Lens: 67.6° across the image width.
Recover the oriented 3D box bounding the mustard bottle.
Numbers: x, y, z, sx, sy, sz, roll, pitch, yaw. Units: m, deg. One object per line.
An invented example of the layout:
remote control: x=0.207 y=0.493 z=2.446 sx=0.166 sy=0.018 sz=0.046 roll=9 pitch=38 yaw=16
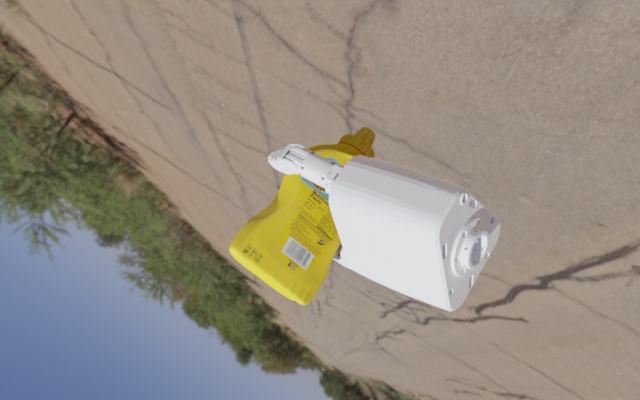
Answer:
mustard bottle: x=0.000 y=0.002 z=0.486 sx=0.096 sy=0.191 sz=0.058 roll=42 pitch=-18 yaw=-23
